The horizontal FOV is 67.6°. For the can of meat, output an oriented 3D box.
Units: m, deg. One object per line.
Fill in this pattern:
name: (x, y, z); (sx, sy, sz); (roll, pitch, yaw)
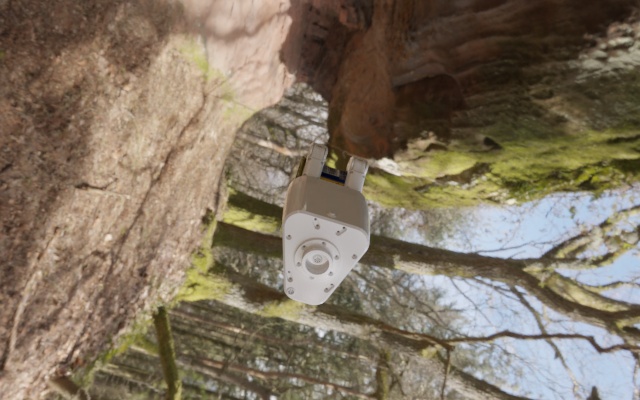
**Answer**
can of meat: (0.000, 0.002, 0.640); (0.084, 0.102, 0.057); (17, 18, -4)
